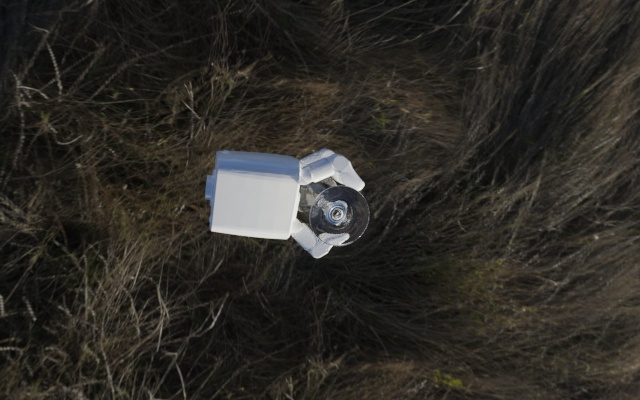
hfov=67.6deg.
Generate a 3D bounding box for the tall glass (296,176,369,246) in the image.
[{"bbox_3d":[0.000,0.002,0.666,0.079,0.079,0.201,0,10,-13],"label":"tall glass"}]
